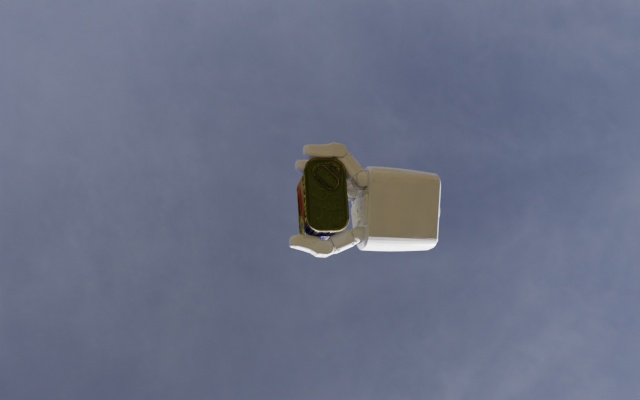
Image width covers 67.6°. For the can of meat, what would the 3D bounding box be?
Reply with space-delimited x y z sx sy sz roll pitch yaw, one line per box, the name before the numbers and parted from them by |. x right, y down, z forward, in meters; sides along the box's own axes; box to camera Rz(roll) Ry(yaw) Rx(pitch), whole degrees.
can of meat | 0.000 0.002 0.665 0.057 0.102 0.084 0 -16 -12
